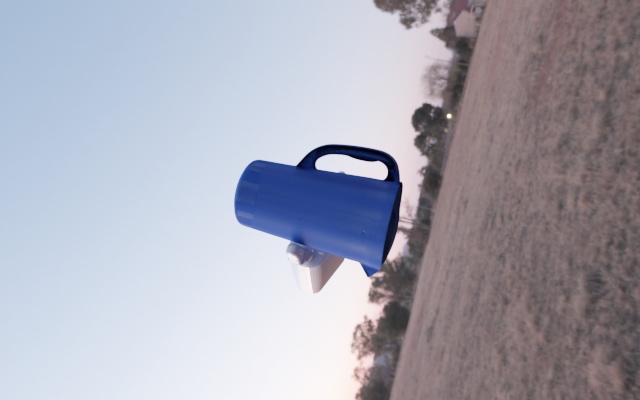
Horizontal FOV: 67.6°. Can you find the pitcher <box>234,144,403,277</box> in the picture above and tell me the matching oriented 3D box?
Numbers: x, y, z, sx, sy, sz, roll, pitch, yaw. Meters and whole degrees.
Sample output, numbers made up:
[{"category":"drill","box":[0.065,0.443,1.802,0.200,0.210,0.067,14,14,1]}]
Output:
[{"category":"pitcher","box":[0.000,0.003,0.725,0.243,0.149,0.145,13,-34,13]}]
